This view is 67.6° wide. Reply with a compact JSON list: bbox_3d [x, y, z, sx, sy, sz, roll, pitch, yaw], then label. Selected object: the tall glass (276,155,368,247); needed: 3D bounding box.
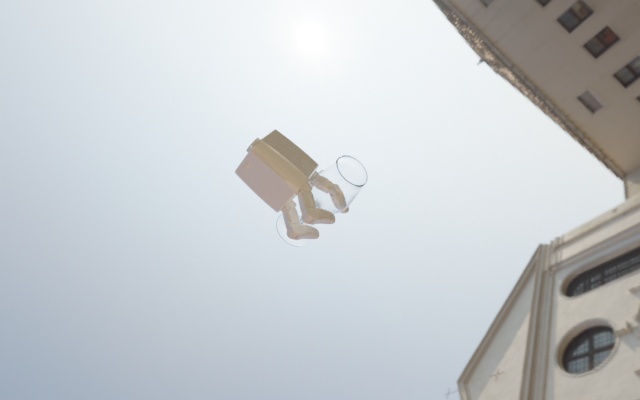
[{"bbox_3d":[0.000,0.003,0.843,0.079,0.079,0.201,0,-31,-38],"label":"tall glass"}]
